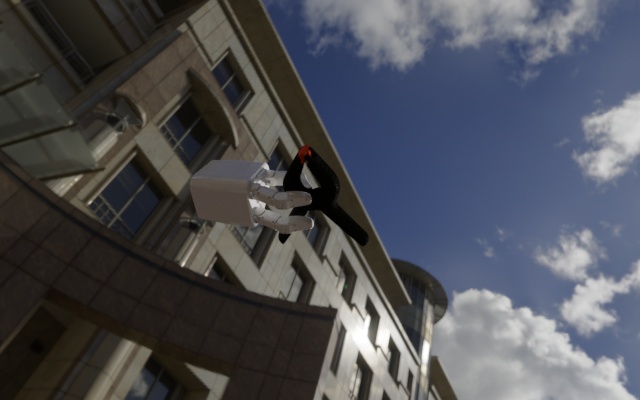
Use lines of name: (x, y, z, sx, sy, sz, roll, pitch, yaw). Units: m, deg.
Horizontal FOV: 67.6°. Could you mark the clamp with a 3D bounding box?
clamp: (0.000, 0.002, 0.799, 0.164, 0.210, 0.036, 5, 41, 9)
